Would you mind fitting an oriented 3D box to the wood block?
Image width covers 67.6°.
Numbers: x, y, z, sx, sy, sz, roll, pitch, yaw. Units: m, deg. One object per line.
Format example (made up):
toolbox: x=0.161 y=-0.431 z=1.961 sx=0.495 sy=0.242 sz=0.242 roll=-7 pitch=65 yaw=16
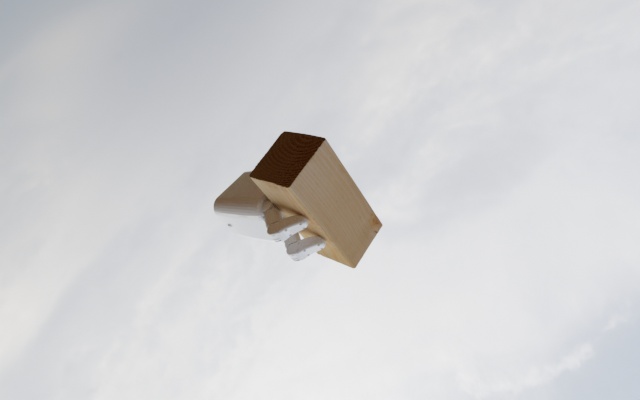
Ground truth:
wood block: x=0.000 y=0.002 z=0.719 sx=0.090 sy=0.090 sz=0.206 roll=16 pitch=-26 yaw=42
